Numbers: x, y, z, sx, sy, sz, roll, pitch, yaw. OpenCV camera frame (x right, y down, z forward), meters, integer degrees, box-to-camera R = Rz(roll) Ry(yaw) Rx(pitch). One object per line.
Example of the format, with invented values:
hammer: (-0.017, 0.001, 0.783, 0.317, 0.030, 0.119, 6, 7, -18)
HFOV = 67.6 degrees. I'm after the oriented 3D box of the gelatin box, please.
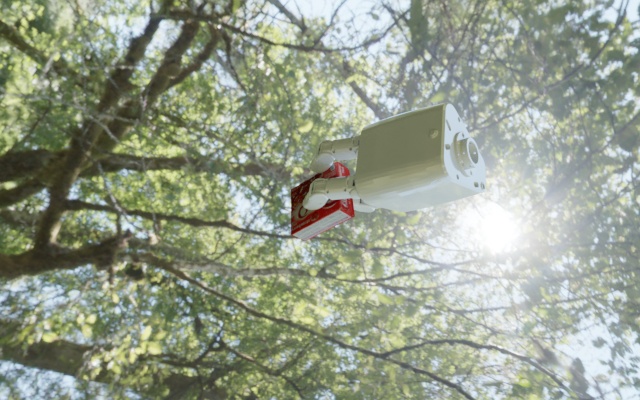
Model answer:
gelatin box: (0.000, 0.002, 0.619, 0.089, 0.073, 0.030, -29, -42, 34)
